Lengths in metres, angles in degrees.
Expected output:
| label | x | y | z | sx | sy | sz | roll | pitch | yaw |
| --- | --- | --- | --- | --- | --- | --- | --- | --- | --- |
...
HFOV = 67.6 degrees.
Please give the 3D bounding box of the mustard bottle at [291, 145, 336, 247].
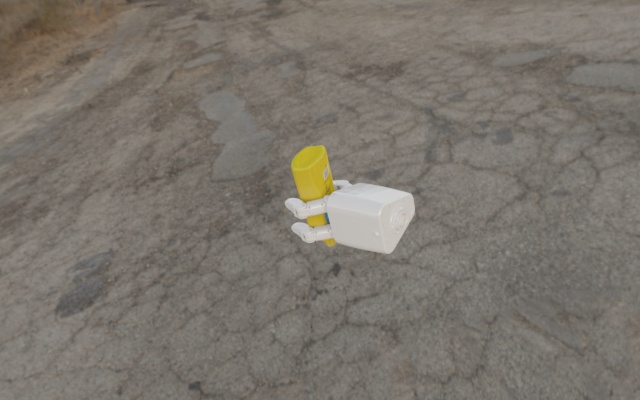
| label | x | y | z | sx | sy | sz | roll | pitch | yaw |
| --- | --- | --- | --- | --- | --- | --- | --- | --- | --- |
| mustard bottle | 0.000 | 0.003 | 0.875 | 0.058 | 0.192 | 0.096 | -5 | 30 | 18 |
